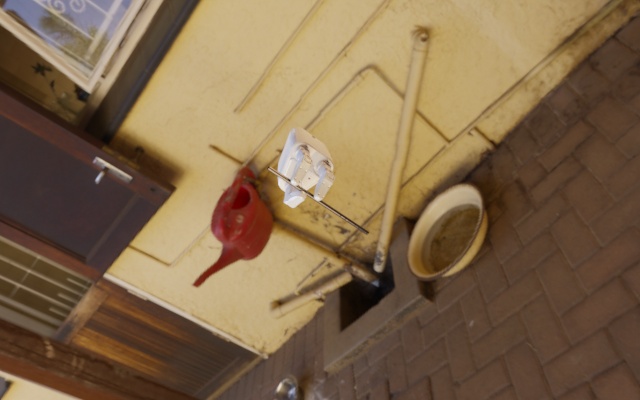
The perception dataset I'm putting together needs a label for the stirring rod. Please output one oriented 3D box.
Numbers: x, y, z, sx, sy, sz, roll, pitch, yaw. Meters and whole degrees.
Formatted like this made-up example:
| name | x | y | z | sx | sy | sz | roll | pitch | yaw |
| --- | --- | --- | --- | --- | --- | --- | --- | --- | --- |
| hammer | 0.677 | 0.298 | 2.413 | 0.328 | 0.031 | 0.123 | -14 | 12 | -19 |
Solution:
| name | x | y | z | sx | sy | sz | roll | pitch | yaw |
| --- | --- | --- | --- | --- | --- | --- | --- | --- | --- |
| stirring rod | 0.000 | 0.003 | 0.900 | 0.239 | 0.011 | 0.011 | 33 | -14 | -21 |
